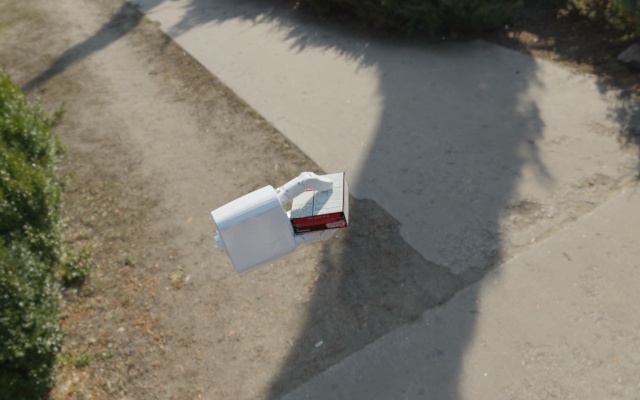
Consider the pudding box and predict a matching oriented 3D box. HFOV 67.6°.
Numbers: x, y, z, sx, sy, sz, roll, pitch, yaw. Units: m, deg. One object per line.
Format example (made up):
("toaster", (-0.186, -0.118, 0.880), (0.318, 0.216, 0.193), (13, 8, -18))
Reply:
("pudding box", (0.000, 0.002, 0.796), (0.090, 0.039, 0.113), (-7, 40, 10))
